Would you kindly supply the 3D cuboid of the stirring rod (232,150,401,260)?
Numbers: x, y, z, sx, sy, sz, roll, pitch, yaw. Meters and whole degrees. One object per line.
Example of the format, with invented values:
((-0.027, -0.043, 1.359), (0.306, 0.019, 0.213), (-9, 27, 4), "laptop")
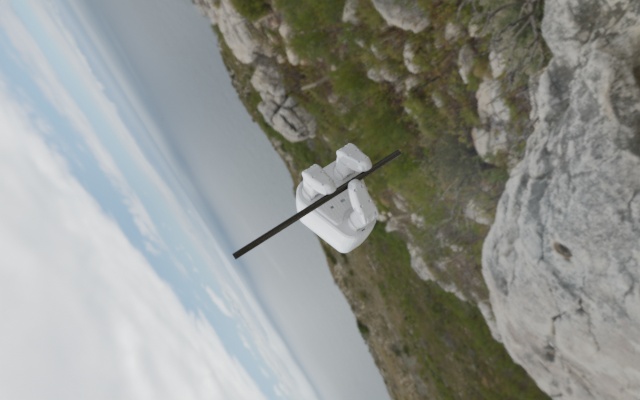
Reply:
((0.000, 0.002, 0.572), (0.239, 0.011, 0.011), (-32, 8, -13), "stirring rod")
